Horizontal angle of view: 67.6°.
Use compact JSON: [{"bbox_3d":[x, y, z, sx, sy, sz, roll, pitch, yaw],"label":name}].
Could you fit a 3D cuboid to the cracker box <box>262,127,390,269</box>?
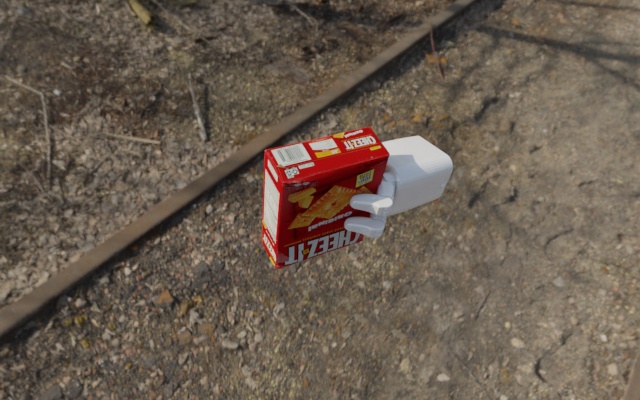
[{"bbox_3d":[0.000,0.002,0.724,0.164,0.072,0.214,-16,-36,-20],"label":"cracker box"}]
